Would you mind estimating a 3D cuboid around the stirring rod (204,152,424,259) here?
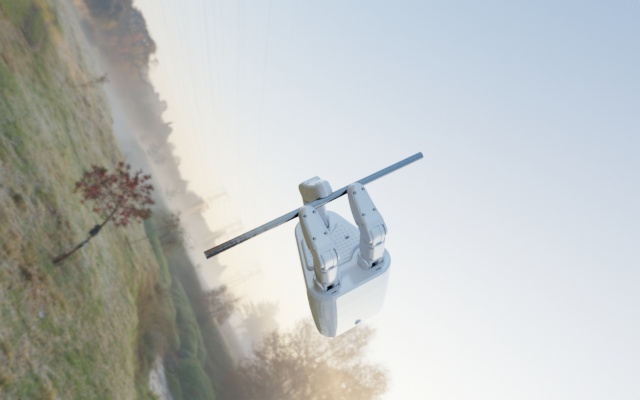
[{"bbox_3d":[0.000,0.002,0.467,0.239,0.011,0.011,-25,7,-15],"label":"stirring rod"}]
